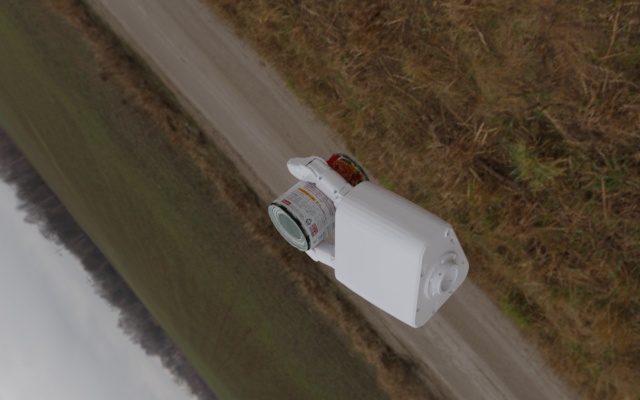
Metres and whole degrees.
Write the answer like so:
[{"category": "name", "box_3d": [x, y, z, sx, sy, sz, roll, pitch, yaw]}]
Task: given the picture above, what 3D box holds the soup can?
[{"category": "soup can", "box_3d": [0.000, 0.002, 0.544, 0.102, 0.068, 0.068, -39, 18, -23]}]
